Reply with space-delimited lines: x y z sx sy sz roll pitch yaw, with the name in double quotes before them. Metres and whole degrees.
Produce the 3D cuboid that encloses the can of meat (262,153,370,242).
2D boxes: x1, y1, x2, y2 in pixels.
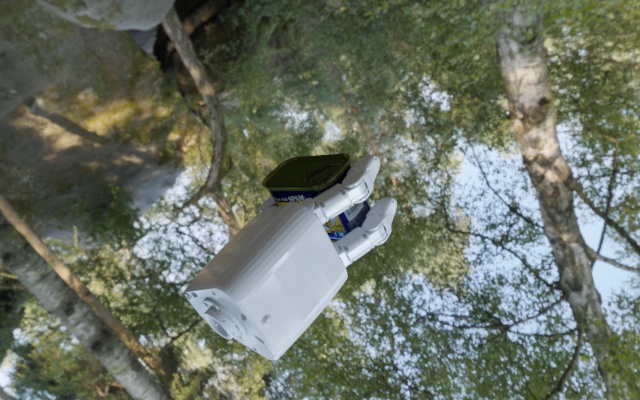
"can of meat" 0.000 0.002 0.510 0.102 0.084 0.057 1 38 42
